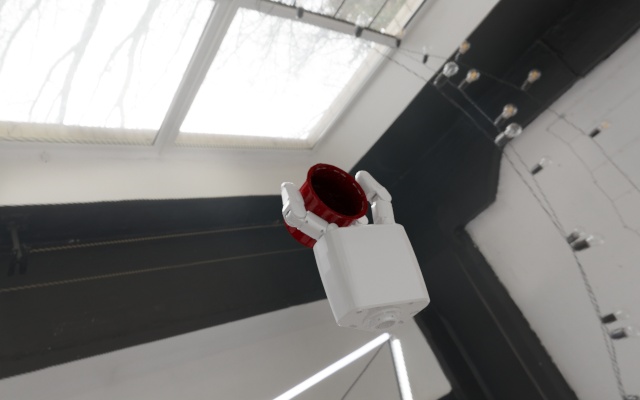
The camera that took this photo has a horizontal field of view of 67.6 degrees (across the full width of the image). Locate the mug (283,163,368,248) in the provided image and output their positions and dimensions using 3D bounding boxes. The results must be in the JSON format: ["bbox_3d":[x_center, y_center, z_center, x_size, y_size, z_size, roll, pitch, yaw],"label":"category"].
[{"bbox_3d":[0.000,0.001,0.647,0.093,0.117,0.081,11,-44,-32],"label":"mug"}]
